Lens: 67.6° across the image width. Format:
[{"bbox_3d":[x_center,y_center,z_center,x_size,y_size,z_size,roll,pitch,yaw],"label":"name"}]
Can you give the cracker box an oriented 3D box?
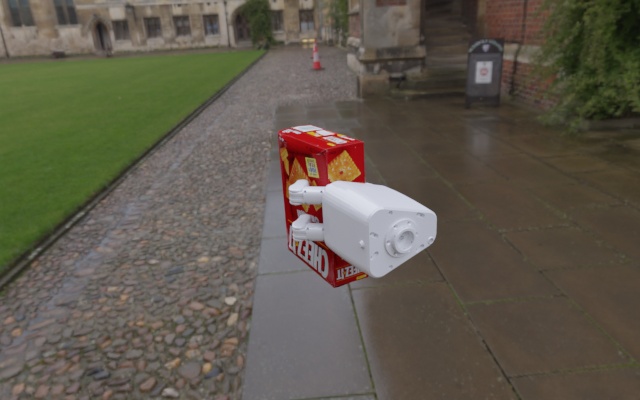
[{"bbox_3d":[0.000,0.002,0.740,0.072,0.214,0.164,-13,23,-26],"label":"cracker box"}]
